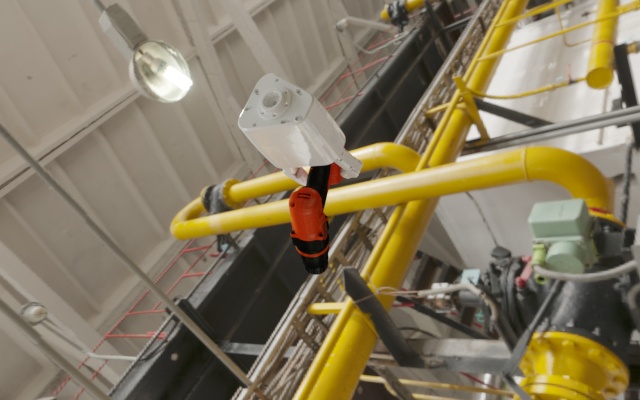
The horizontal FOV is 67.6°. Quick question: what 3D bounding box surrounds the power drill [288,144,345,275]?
[{"bbox_3d":[0.000,0.002,0.754,0.057,0.187,0.185,5,-39,9],"label":"power drill"}]
